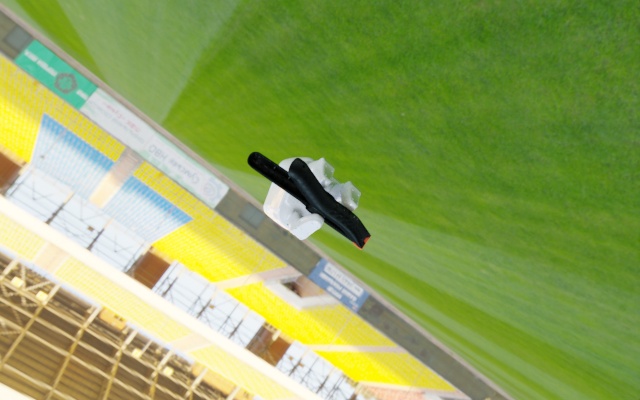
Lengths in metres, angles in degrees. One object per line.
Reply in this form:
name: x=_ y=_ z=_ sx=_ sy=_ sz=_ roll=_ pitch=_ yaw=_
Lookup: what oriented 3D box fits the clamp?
clamp: x=0.000 y=0.003 z=0.663 sx=0.210 sy=0.036 sz=0.164 roll=39 pitch=-10 yaw=-20
